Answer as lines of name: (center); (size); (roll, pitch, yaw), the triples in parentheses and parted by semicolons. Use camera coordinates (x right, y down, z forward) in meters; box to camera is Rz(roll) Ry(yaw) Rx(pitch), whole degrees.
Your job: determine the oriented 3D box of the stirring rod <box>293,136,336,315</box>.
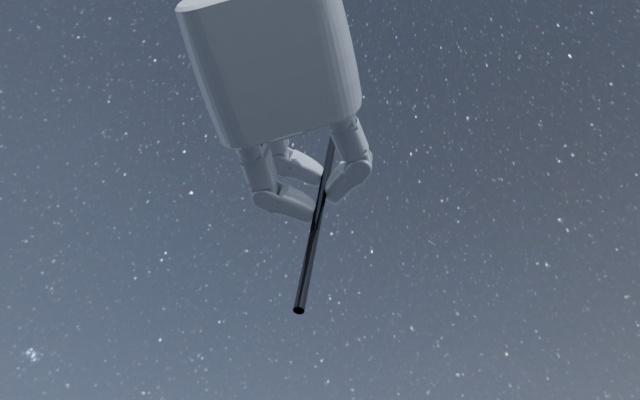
stirring rod: (0.000, 0.001, 0.417); (0.011, 0.011, 0.239); (0, 38, 9)
